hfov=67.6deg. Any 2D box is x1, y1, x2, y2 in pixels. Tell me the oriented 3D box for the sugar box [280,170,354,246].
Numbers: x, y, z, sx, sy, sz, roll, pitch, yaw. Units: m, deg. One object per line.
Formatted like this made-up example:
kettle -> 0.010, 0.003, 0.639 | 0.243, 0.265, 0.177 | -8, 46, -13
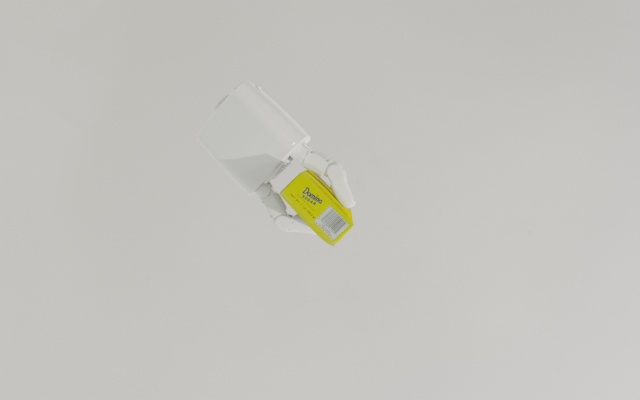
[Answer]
sugar box -> 0.000, 0.002, 0.656 | 0.048, 0.093, 0.176 | -43, 3, 8
